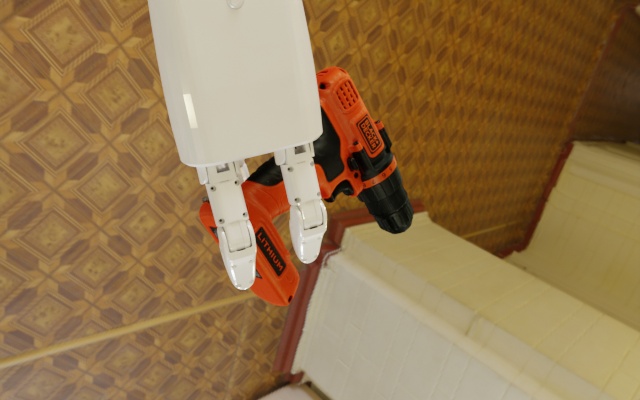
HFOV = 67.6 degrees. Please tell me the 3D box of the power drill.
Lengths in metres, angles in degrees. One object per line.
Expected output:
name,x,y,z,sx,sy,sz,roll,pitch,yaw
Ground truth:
power drill,0.000,0.001,0.429,0.057,0.184,0.187,0,39,51
